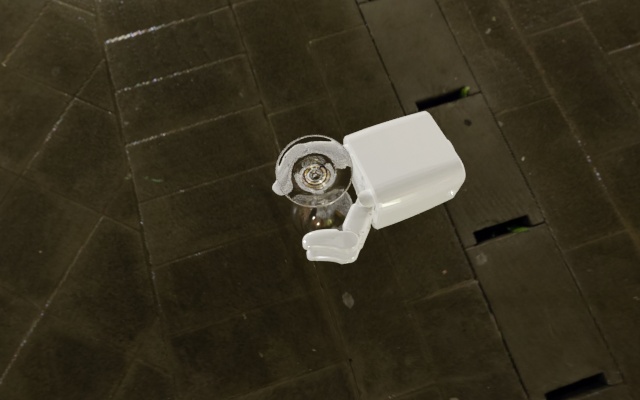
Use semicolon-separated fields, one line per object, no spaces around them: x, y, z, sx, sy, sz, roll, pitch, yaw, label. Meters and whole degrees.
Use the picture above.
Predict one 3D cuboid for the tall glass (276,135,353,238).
0.000;0.002;0.547;0.079;0.079;0.201;0;-18;3;tall glass
